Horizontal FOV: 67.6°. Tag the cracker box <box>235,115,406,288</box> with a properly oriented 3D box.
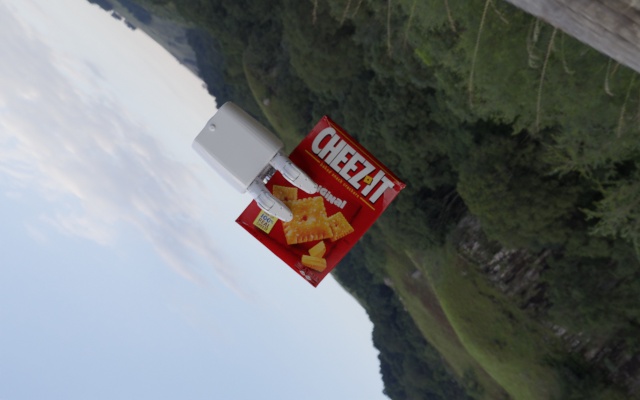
[{"bbox_3d":[0.000,0.003,0.739,0.164,0.214,0.072,41,4,-1],"label":"cracker box"}]
